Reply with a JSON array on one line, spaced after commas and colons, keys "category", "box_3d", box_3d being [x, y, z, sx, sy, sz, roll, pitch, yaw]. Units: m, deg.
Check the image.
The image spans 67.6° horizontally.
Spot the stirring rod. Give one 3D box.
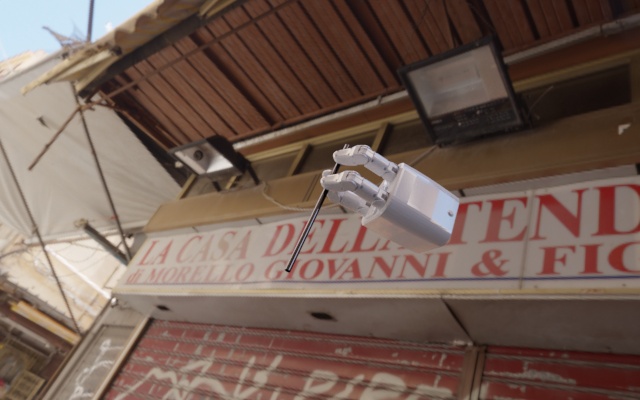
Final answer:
[{"category": "stirring rod", "box_3d": [0.000, 0.002, 0.685, 0.011, 0.239, 0.011, 17, -36, 13]}]
